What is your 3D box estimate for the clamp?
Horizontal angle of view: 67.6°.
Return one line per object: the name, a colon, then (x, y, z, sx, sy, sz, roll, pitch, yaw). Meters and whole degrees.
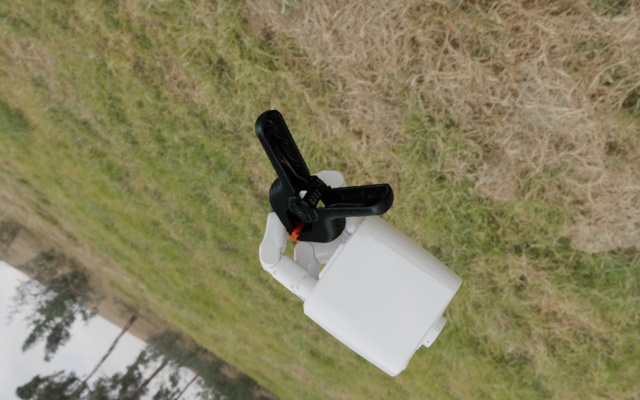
clamp: (0.000, 0.002, 0.418, 0.120, 0.039, 0.171, 36, -21, 16)
